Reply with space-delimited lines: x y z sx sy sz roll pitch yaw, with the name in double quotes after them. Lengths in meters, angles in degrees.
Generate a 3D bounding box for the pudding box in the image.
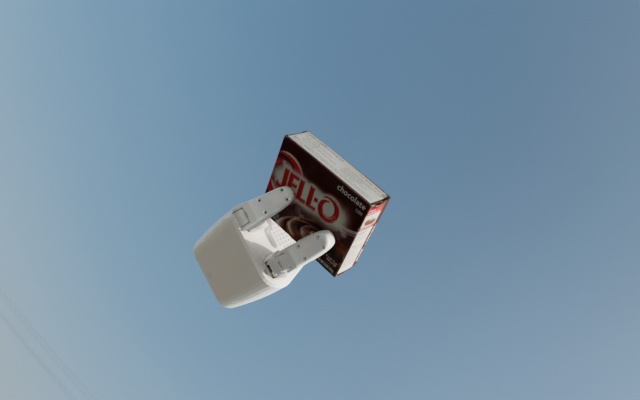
0.000 0.001 0.453 0.113 0.090 0.039 39 38 22 "pudding box"
